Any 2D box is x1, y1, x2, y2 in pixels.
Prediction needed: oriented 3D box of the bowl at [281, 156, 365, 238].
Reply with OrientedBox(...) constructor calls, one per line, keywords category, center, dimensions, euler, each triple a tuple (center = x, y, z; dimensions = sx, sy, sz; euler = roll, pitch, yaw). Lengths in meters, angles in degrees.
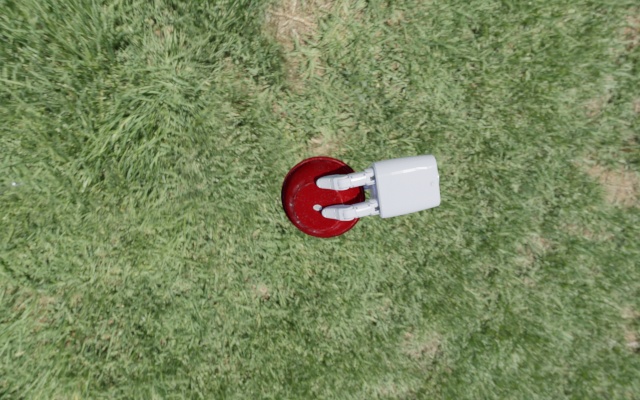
OrientedBox(category="bowl", center=(-0.001, 0.003, 0.874), dimensions=(0.162, 0.162, 0.055), euler=(0, 18, 9))
